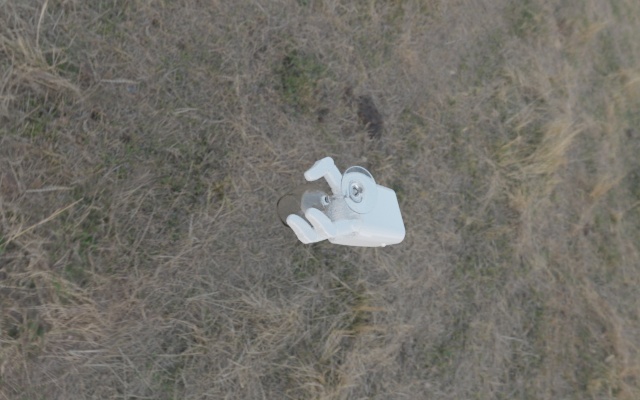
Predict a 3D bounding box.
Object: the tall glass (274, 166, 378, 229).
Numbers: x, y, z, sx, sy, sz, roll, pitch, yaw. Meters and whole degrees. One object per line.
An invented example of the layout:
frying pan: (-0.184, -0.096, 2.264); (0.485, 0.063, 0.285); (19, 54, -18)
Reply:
tall glass: (0.000, 0.002, 0.798); (0.079, 0.079, 0.201); (0, -11, -38)
